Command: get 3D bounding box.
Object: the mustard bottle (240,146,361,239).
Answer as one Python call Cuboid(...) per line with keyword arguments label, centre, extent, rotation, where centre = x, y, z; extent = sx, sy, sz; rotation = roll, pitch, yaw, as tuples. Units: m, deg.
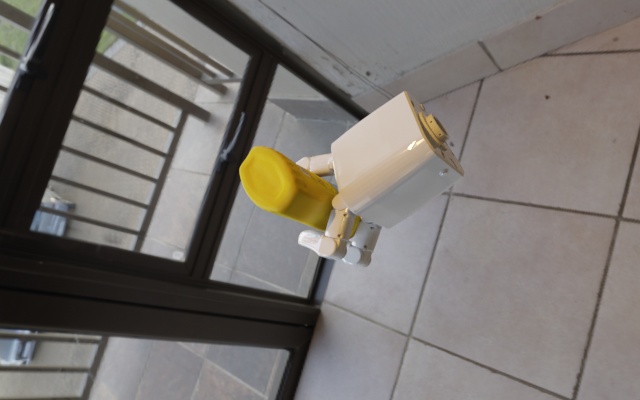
Cuboid(label="mustard bottle", centre=(0.000, 0.002, 0.561), extent=(0.192, 0.058, 0.096), rotation=(24, 13, -48))
